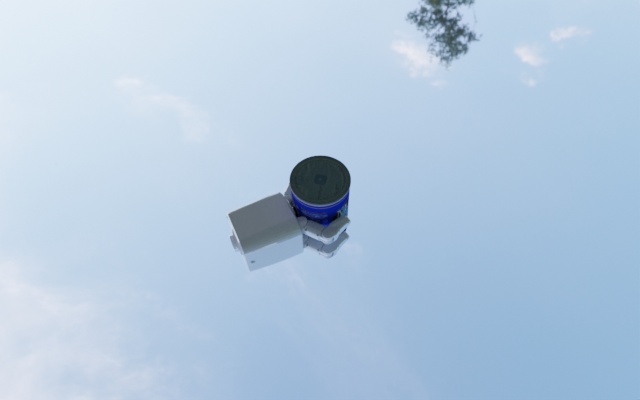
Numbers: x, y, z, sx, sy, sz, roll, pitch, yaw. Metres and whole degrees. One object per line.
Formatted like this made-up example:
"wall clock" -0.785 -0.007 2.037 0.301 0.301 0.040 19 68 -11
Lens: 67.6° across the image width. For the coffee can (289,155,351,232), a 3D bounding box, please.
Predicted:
"coffee can" 0.000 0.003 0.849 0.103 0.102 0.140 0 -34 1
